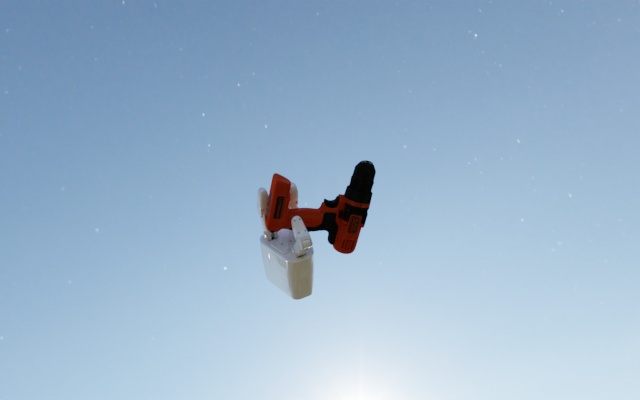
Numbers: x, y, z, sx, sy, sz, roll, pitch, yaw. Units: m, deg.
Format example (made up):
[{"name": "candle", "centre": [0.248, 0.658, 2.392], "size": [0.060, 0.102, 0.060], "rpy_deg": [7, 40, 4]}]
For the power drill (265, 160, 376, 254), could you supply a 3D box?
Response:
[{"name": "power drill", "centre": [0.000, 0.003, 0.875], "size": [0.187, 0.184, 0.057], "rpy_deg": [10, 16, -13]}]
